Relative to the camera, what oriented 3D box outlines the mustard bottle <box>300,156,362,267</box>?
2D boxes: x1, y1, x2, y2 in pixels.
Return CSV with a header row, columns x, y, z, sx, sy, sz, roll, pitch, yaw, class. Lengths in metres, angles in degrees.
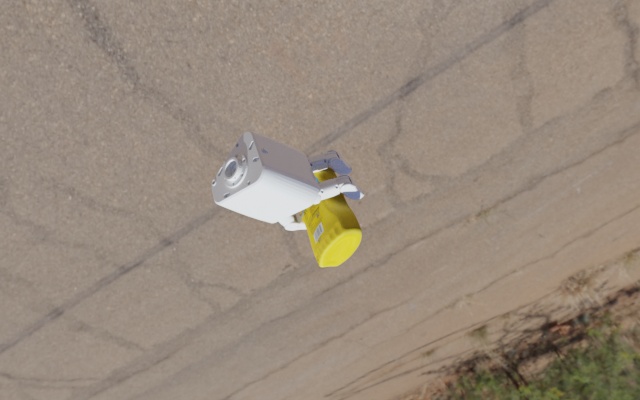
x,y,z,sx,sy,sz,roll,pitch,yaw,class
0.000,0.003,0.755,0.058,0.191,0.096,-1,-40,-28,mustard bottle
